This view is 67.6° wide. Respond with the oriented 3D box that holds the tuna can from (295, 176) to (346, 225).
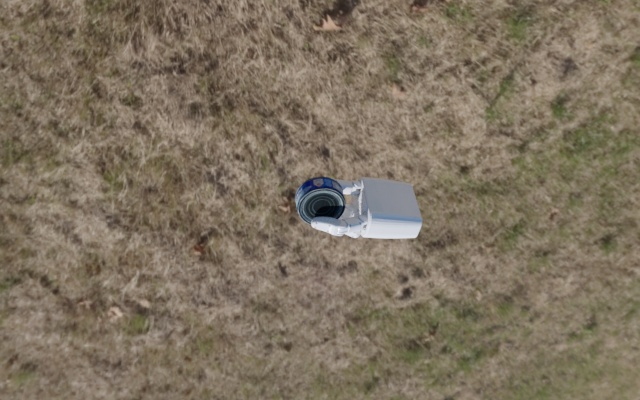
[{"bbox_3d":[0.000,0.003,0.828,0.086,0.086,0.033,0,38,-10],"label":"tuna can"}]
